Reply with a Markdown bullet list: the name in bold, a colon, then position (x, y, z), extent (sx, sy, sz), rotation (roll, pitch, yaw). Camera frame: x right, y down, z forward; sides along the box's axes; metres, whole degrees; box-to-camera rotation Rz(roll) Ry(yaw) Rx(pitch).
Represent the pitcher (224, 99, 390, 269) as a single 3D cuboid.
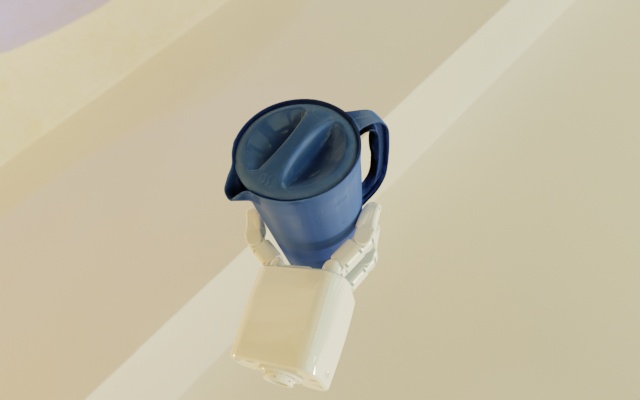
- **pitcher**: position (0.000, 0.002, 0.576), extent (0.149, 0.145, 0.243), rotation (8, -30, 15)
